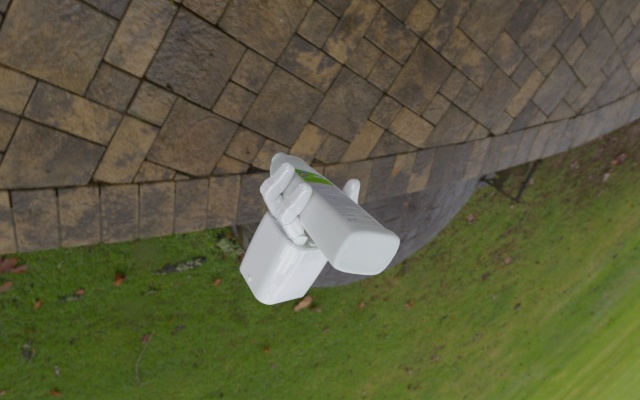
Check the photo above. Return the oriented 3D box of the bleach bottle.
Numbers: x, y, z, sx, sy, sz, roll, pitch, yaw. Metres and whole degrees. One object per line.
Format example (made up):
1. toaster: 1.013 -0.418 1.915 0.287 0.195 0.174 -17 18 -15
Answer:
1. bleach bottle: 0.000 0.002 0.688 0.102 0.068 0.250 13 24 -40
